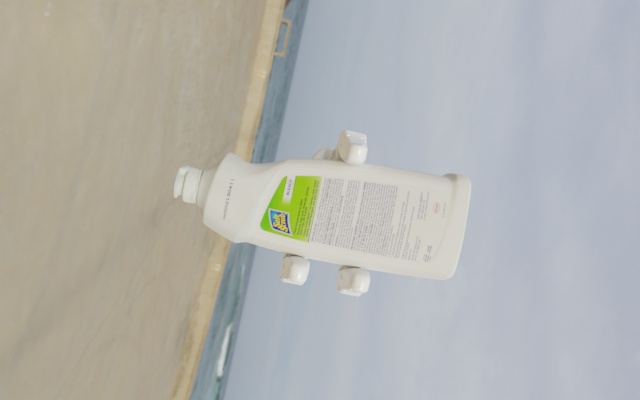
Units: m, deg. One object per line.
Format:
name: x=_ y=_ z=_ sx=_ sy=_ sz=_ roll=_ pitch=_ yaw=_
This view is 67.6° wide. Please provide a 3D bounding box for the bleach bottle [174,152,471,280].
bleach bottle: x=0.000 y=0.002 z=0.428 sx=0.251 sy=0.102 sz=0.068 roll=12 pitch=-5 yaw=-7
